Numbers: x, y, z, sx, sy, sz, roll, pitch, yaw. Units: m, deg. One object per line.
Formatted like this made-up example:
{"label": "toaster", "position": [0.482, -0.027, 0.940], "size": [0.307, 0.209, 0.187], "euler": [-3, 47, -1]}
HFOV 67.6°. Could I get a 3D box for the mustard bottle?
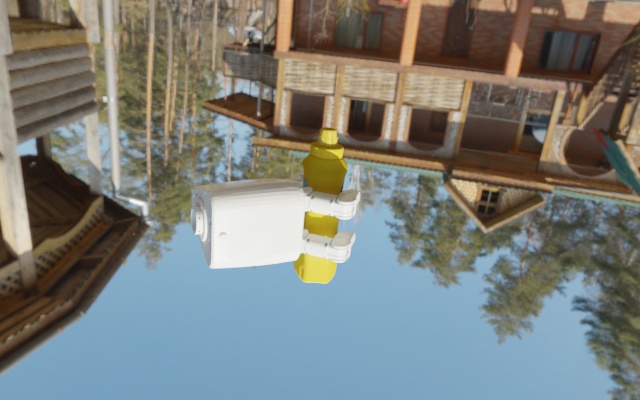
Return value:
{"label": "mustard bottle", "position": [0.000, 0.002, 0.613], "size": [0.058, 0.192, 0.096], "euler": [5, 21, -3]}
